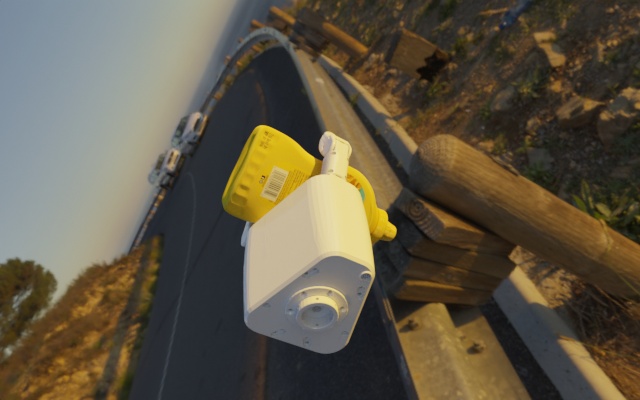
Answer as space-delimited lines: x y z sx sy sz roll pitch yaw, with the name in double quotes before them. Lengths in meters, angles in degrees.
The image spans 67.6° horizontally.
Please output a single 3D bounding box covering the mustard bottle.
"mustard bottle" 0.000 0.001 0.512 0.192 0.096 0.058 24 4 -20
